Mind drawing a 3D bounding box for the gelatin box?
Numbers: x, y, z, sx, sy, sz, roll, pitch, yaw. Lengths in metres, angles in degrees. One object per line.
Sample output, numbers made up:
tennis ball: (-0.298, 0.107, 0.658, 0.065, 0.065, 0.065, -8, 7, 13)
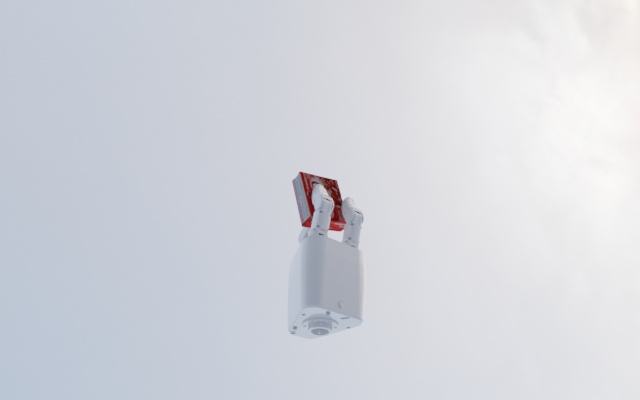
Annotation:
gelatin box: (0.000, 0.002, 0.744, 0.073, 0.089, 0.030, 11, -41, -34)
